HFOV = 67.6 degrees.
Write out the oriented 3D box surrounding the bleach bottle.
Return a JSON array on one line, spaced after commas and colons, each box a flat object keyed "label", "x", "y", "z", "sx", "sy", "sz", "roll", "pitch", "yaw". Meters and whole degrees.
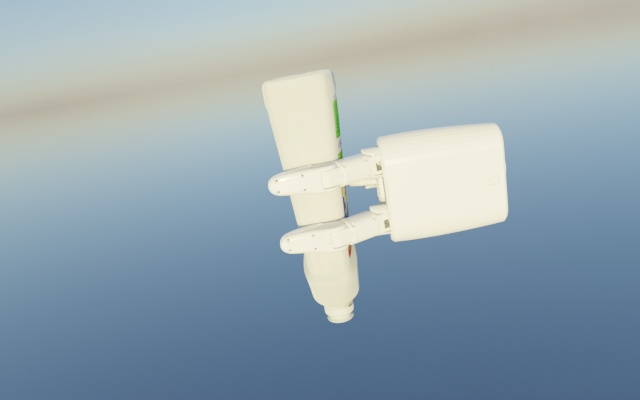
[{"label": "bleach bottle", "x": 0.000, "y": 0.002, "z": 0.480, "sx": 0.068, "sy": 0.251, "sz": 0.102, "roll": -9, "pitch": 16, "yaw": 5}]
